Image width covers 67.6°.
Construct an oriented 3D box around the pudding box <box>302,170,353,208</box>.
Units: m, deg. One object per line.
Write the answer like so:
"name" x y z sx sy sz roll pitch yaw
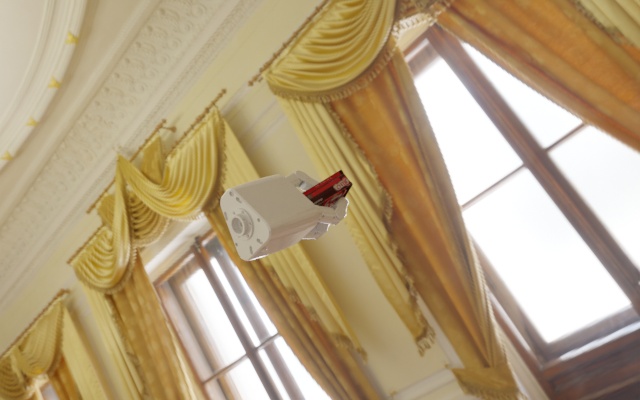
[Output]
"pudding box" 0.000 0.003 0.831 0.090 0.039 0.113 -31 -12 -22
